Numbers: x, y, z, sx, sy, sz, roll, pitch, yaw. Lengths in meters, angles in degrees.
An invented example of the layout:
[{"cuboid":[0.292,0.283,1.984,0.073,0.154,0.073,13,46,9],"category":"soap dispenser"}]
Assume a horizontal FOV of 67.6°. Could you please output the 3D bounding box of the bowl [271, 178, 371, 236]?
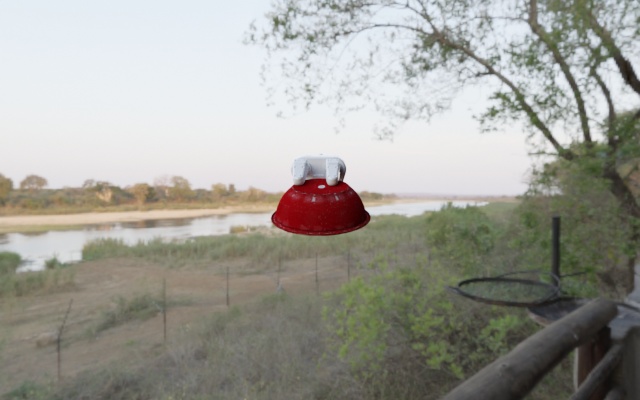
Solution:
[{"cuboid":[0.000,0.002,0.765,0.162,0.055,0.162,-1,19,0],"category":"bowl"}]
